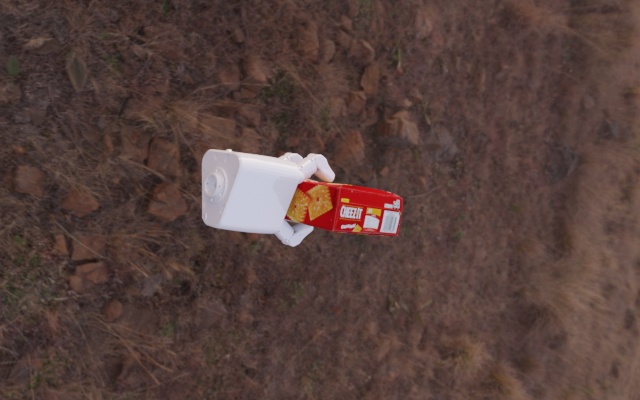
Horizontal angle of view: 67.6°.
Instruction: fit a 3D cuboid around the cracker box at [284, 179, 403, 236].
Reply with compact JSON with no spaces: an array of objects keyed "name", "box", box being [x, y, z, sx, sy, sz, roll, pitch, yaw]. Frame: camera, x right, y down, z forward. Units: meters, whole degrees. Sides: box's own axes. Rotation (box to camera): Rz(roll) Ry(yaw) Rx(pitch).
[{"name":"cracker box","box":[0.000,0.003,0.776,0.213,0.072,0.164,12,3,43]}]
